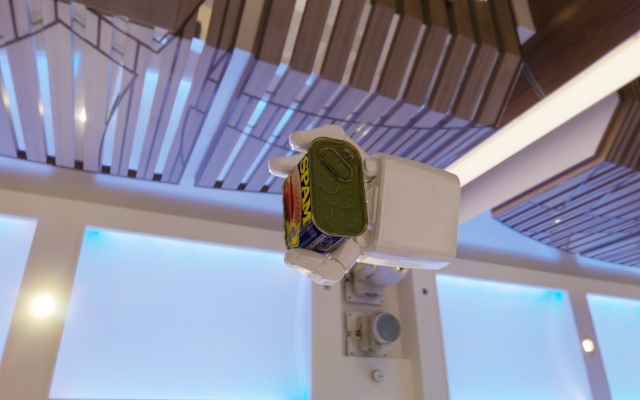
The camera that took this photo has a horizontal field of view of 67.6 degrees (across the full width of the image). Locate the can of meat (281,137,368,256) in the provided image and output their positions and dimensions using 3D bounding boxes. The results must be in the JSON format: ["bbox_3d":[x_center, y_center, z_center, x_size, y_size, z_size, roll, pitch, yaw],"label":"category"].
[{"bbox_3d":[0.000,0.002,0.481,0.057,0.102,0.084,7,-26,-23],"label":"can of meat"}]
